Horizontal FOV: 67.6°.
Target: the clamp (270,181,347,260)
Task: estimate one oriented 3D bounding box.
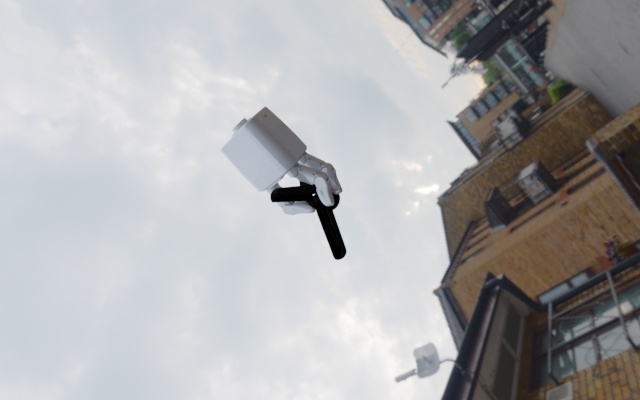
[{"bbox_3d":[0.000,0.003,0.851,0.036,0.164,0.210,-36,13,27],"label":"clamp"}]
